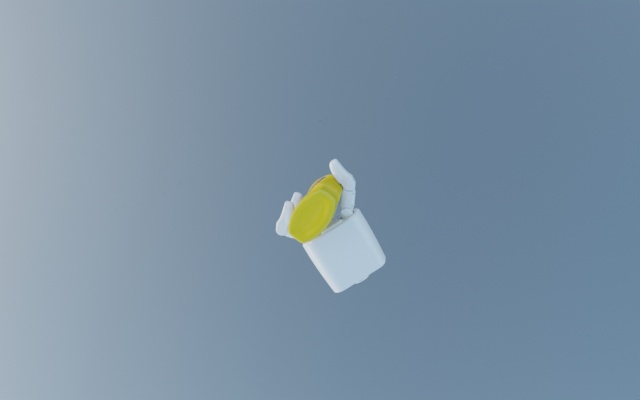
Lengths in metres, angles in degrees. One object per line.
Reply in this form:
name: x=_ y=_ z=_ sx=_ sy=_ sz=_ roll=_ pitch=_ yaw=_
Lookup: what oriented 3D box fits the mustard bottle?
mustard bottle: x=0.000 y=0.003 z=0.825 sx=0.058 sy=0.096 sz=0.191 roll=35 pitch=17 yaw=-1
